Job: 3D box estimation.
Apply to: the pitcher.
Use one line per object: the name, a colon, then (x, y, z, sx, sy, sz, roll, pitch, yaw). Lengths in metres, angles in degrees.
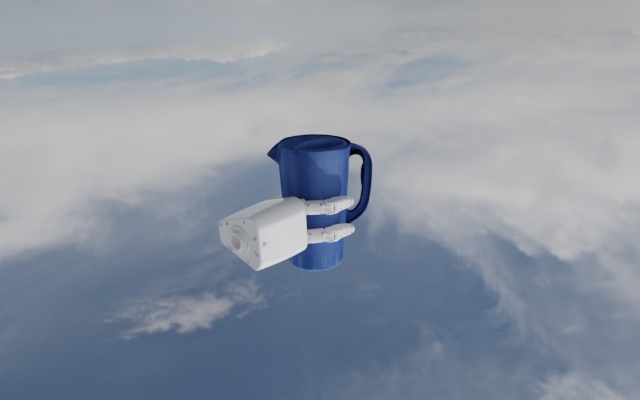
pitcher: (0.000, 0.003, 0.888, 0.149, 0.243, 0.145, 16, 27, 39)
